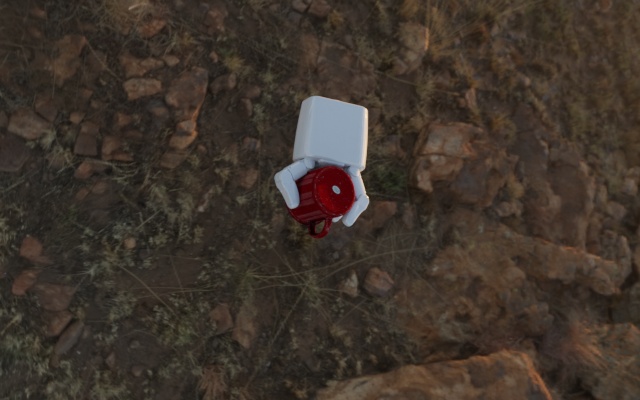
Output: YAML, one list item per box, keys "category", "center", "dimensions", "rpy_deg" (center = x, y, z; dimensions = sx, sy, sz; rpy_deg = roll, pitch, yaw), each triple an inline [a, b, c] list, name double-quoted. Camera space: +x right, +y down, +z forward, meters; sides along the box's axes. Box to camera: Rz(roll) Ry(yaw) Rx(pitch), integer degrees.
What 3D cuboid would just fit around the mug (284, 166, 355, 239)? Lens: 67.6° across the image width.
- category: "mug"
  center: [0.000, 0.004, 0.765]
  dimensions: [0.093, 0.117, 0.081]
  rpy_deg: [13, -16, -31]
